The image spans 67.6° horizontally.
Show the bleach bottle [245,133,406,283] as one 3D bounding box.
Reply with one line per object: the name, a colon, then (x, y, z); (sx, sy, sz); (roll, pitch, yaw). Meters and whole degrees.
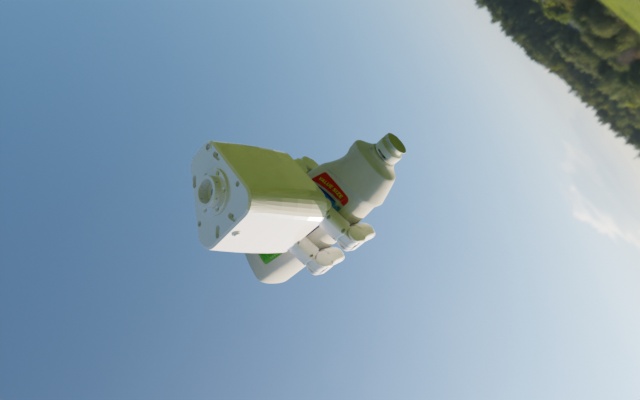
bleach bottle: (0.000, 0.002, 0.587); (0.068, 0.102, 0.251); (6, -39, -48)
